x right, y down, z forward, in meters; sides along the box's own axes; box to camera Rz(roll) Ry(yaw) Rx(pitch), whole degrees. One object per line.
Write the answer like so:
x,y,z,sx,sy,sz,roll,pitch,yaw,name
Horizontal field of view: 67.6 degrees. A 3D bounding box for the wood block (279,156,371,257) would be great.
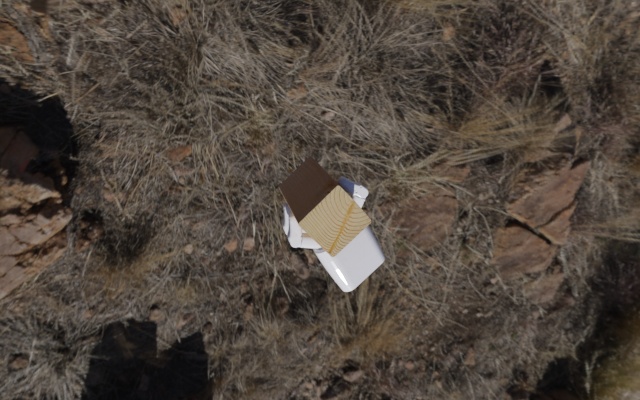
0.001,0.003,0.848,0.090,0.091,0.206,46,3,-23,wood block
